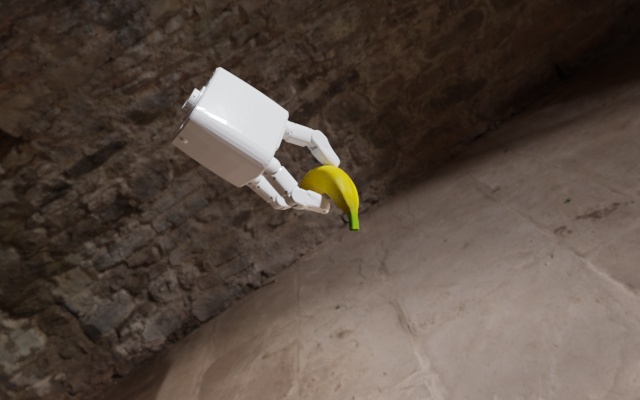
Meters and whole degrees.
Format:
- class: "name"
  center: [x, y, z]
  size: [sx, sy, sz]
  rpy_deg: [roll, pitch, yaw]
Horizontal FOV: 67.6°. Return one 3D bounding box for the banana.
- class: "banana"
  center: [0.006, -0.015, 0.657]
  size: [0.037, 0.069, 0.197]
  rpy_deg: [12, 7, -22]
